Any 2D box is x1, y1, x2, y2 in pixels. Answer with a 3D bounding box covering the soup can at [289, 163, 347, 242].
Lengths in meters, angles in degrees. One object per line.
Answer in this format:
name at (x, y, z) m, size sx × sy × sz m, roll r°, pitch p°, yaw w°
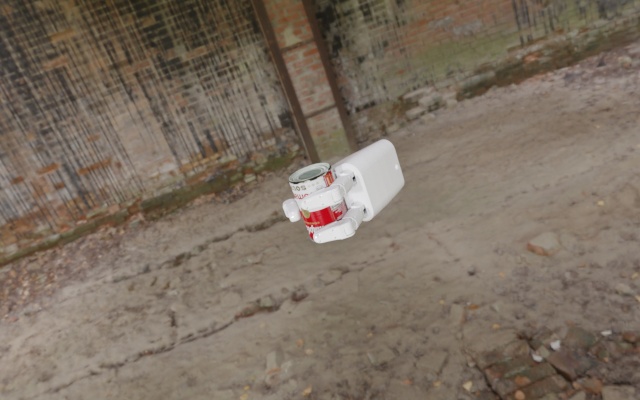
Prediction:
soup can at (0.000, 0.002, 0.721) m, size 0.068 × 0.102 × 0.068 m, roll -18°, pitch 20°, yaw 7°
